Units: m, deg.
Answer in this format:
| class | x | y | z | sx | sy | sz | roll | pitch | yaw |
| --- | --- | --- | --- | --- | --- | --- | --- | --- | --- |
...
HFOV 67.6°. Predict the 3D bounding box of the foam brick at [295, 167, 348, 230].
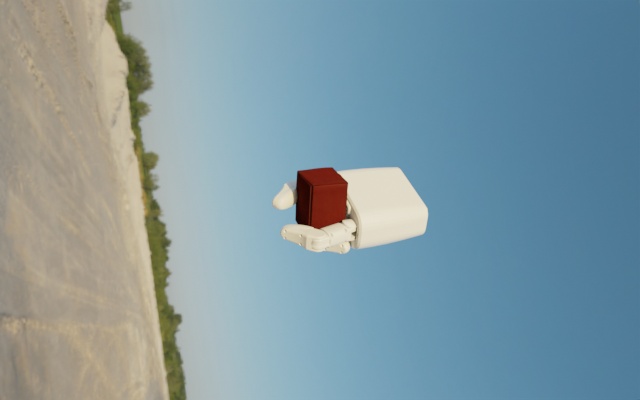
| class | x | y | z | sx | sy | sz | roll | pitch | yaw |
| --- | --- | --- | --- | --- | --- | --- | --- | --- | --- |
| foam brick | 0.000 | 0.002 | 0.623 | 0.051 | 0.078 | 0.053 | -8 | 30 | -21 |
